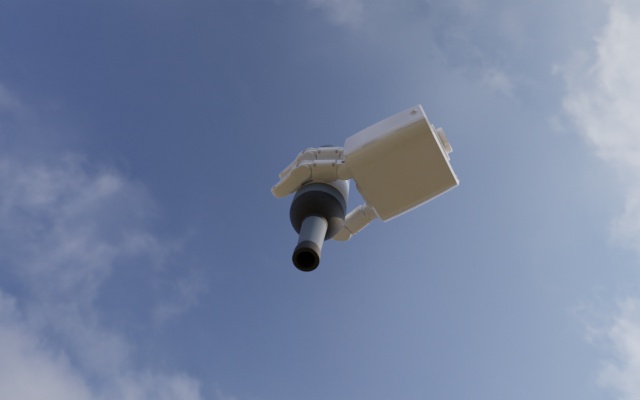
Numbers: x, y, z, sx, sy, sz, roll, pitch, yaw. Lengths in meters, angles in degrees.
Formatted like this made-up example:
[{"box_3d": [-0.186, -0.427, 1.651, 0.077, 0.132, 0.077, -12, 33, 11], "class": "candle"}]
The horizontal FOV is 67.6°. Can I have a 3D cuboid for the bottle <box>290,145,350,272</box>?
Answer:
[{"box_3d": [0.000, 0.002, 0.597, 0.069, 0.069, 0.295, 0, 22, 6], "class": "bottle"}]
